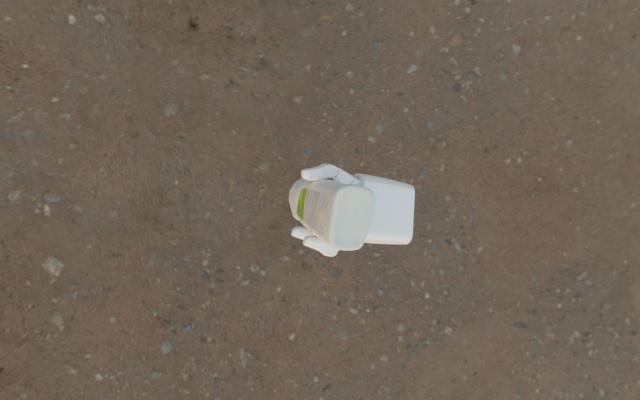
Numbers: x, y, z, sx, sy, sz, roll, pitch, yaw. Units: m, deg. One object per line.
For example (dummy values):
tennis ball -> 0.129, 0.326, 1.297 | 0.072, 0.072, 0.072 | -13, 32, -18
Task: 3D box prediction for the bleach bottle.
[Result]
bleach bottle -> 0.000, 0.003, 0.804 | 0.068, 0.102, 0.250 | 7, 9, -23
